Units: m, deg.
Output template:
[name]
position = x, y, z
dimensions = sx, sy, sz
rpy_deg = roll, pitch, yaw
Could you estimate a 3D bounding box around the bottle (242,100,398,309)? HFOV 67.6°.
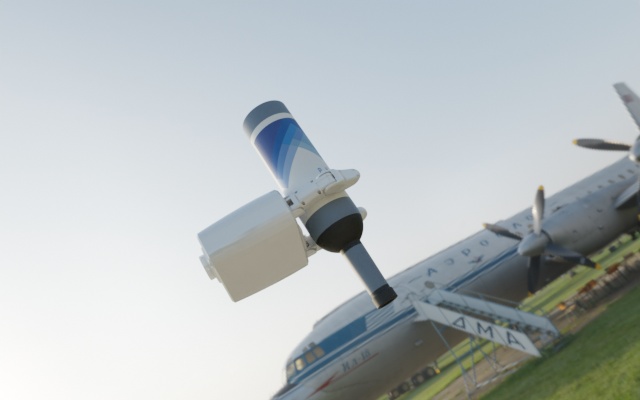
[bottle]
position = 0.000, 0.002, 0.593
dimensions = 0.069, 0.295, 0.069
rpy_deg = -29, -22, -13
